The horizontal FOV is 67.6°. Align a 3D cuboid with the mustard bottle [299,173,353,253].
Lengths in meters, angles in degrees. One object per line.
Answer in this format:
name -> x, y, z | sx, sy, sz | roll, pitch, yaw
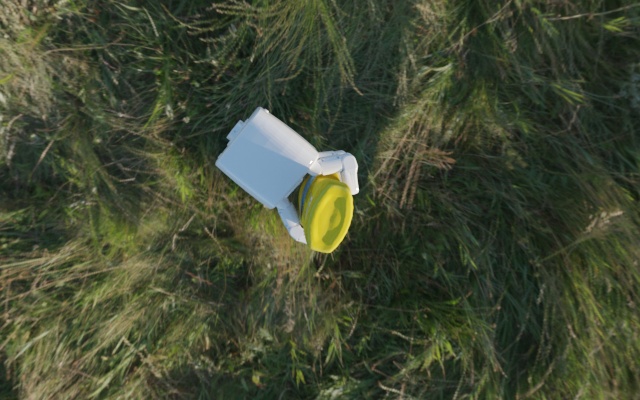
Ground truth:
mustard bottle -> 0.000, 0.003, 0.711 | 0.058, 0.096, 0.191 | 13, 12, -11
